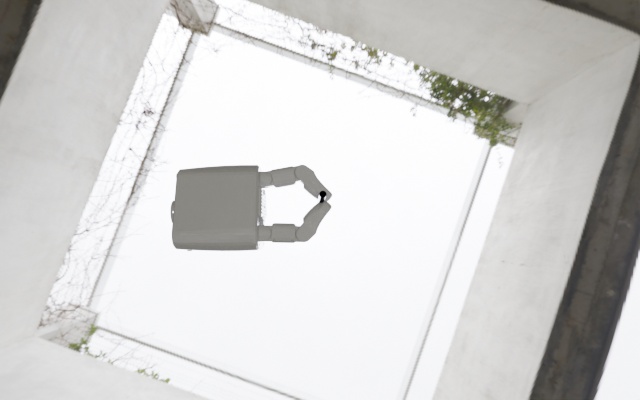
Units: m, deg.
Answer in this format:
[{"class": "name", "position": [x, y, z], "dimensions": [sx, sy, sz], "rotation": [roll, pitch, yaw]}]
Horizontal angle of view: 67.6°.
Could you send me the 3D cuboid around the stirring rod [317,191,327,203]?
[{"class": "stirring rod", "position": [0.000, 0.002, 0.633], "dimensions": [0.011, 0.011, 0.239], "rotation": [0, -4, -1]}]
